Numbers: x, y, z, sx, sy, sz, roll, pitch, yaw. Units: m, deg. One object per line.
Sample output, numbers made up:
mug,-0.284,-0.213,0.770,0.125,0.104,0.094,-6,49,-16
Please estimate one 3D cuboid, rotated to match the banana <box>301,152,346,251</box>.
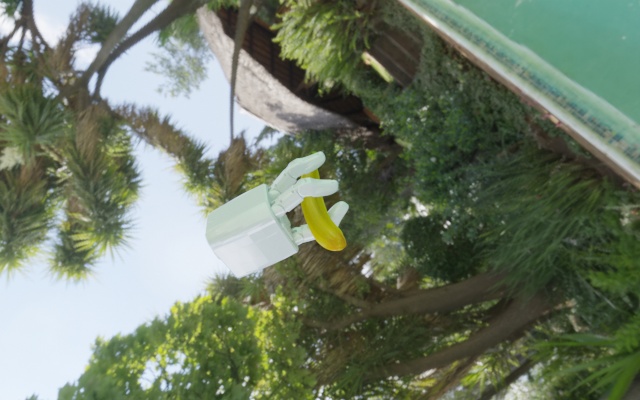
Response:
banana,-0.003,0.013,0.721,0.037,0.197,0.070,-4,-44,-15
